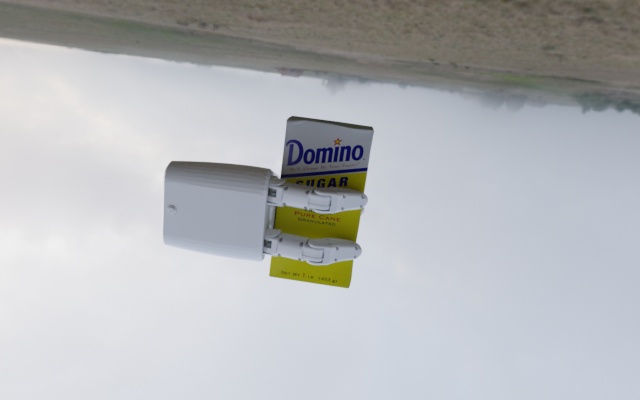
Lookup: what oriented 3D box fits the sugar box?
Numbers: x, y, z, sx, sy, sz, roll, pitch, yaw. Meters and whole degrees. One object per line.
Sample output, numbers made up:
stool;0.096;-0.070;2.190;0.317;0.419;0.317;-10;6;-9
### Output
sugar box;0.000;0.002;0.521;0.093;0.176;0.048;7;15;2
